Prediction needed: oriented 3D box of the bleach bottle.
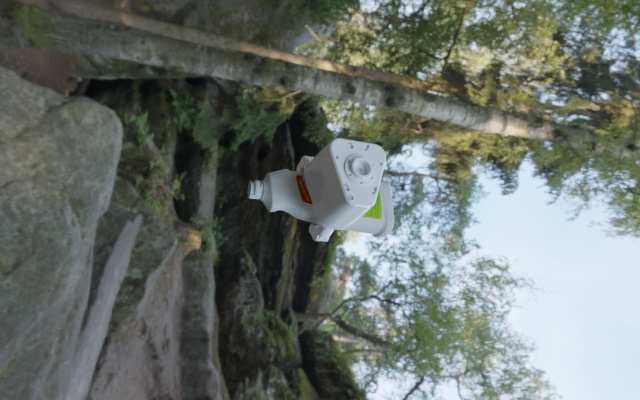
[{"bbox_3d":[0.000,0.003,0.827,0.251,0.102,0.068,7,-23,-19],"label":"bleach bottle"}]
